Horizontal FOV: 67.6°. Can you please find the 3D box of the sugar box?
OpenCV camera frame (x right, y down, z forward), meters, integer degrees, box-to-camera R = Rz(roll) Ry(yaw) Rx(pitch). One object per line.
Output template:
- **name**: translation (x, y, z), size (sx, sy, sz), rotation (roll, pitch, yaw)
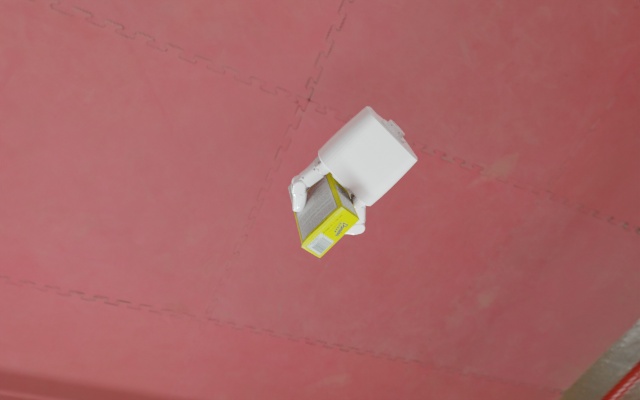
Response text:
- **sugar box**: translation (0.001, 0.003, 0.784), size (0.048, 0.093, 0.176), rotation (36, 20, -26)
